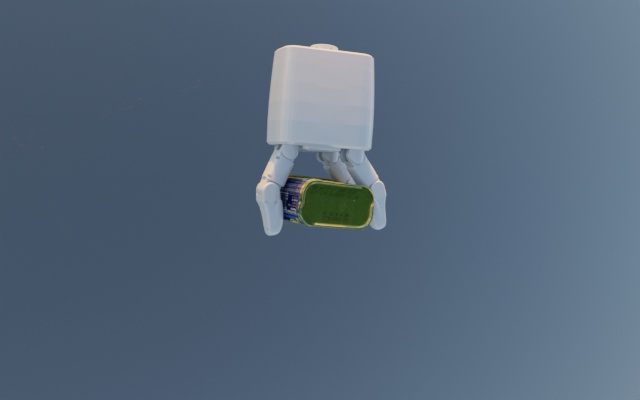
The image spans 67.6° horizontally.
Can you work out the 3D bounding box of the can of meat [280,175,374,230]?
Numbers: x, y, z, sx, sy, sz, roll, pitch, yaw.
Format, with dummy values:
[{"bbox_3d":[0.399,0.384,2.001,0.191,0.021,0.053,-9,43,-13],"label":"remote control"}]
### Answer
[{"bbox_3d":[0.000,0.002,0.558,0.102,0.057,0.084,5,2,-30],"label":"can of meat"}]
